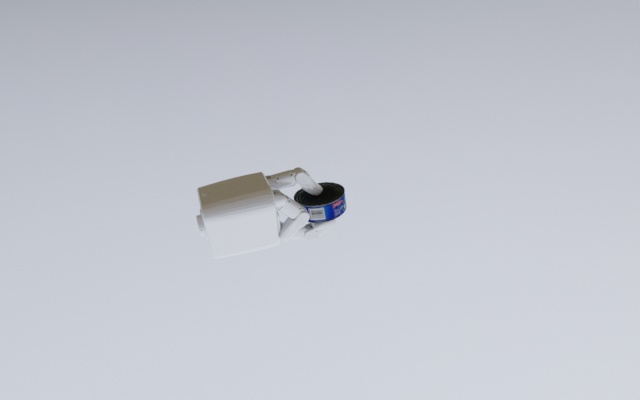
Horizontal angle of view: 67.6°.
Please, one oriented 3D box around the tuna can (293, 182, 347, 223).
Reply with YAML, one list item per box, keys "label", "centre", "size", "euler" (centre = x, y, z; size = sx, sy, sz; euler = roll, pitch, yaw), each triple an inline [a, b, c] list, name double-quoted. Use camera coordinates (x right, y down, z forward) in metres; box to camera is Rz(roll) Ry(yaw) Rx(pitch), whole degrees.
- label: "tuna can"
  centre: [0.000, 0.003, 0.794]
  size: [0.086, 0.034, 0.086]
  euler: [-8, 27, 4]
